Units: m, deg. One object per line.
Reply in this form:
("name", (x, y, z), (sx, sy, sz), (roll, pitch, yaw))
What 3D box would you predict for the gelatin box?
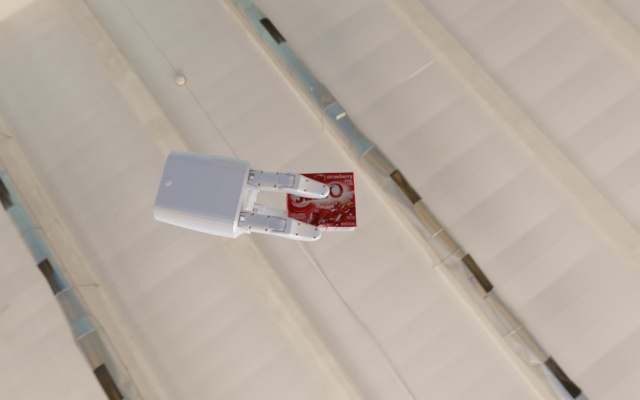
("gelatin box", (0.000, 0.002, 0.615), (0.089, 0.073, 0.030), (-1, -13, -6))
